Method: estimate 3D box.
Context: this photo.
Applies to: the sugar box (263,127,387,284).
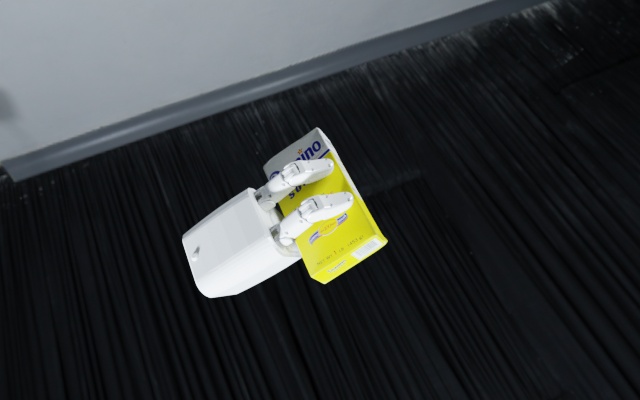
[{"bbox_3d":[0.000,0.002,0.590,0.093,0.176,0.048,-34,-30,10],"label":"sugar box"}]
